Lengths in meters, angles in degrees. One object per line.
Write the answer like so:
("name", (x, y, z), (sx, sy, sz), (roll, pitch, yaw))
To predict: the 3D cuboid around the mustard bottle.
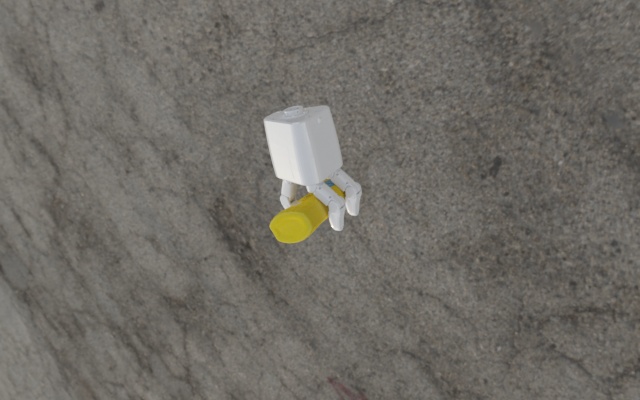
("mustard bottle", (0.000, 0.003, 0.845), (0.096, 0.058, 0.191), (-25, 10, 44))
